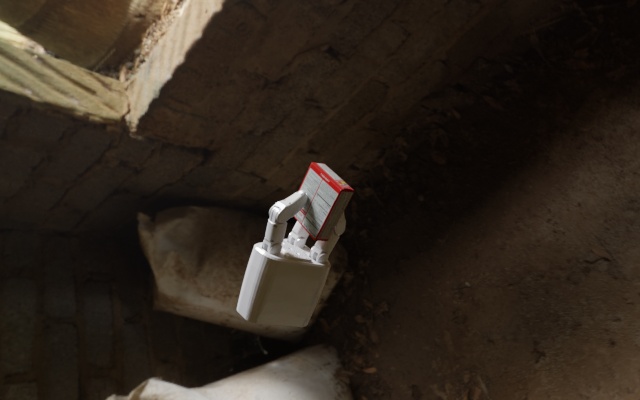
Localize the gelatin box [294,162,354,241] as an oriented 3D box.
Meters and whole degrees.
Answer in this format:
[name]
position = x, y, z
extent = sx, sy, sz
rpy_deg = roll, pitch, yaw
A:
[gelatin box]
position = 0.000, 0.002, 0.678
extent = 0.030, 0.089, 0.073
rpy_deg = 3, 32, -43
